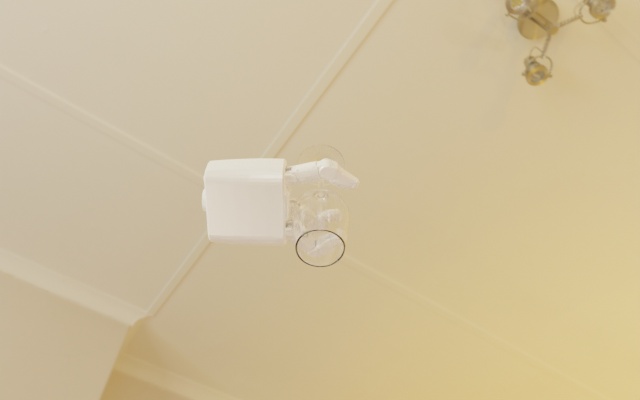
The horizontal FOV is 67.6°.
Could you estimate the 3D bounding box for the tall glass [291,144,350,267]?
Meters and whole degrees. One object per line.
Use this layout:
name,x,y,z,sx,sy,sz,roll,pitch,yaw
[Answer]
tall glass,0.000,0.002,0.666,0.079,0.079,0.201,0,35,0
